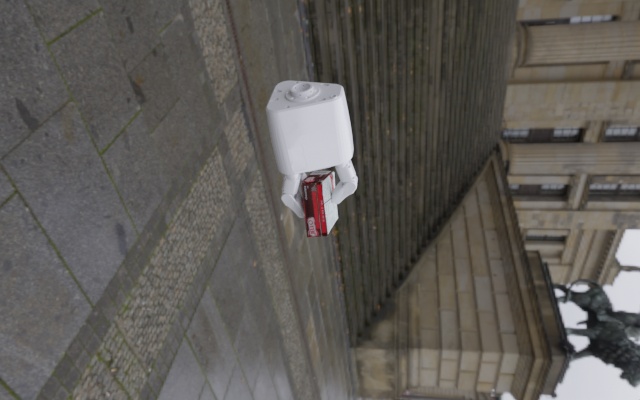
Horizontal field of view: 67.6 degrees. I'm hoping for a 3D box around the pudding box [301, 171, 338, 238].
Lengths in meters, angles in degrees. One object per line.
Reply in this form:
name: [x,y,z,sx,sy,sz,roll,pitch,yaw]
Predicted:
pudding box: [0.000,0.002,0.781,0.039,0.090,0.113,-2,12,13]
